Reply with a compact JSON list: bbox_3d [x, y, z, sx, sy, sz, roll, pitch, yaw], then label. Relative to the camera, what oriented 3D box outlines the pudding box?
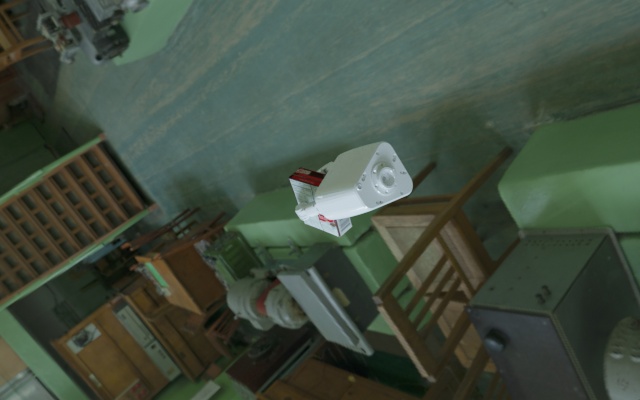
[{"bbox_3d":[0.000,0.003,0.834,0.090,0.114,0.039,19,48,39],"label":"pudding box"}]
